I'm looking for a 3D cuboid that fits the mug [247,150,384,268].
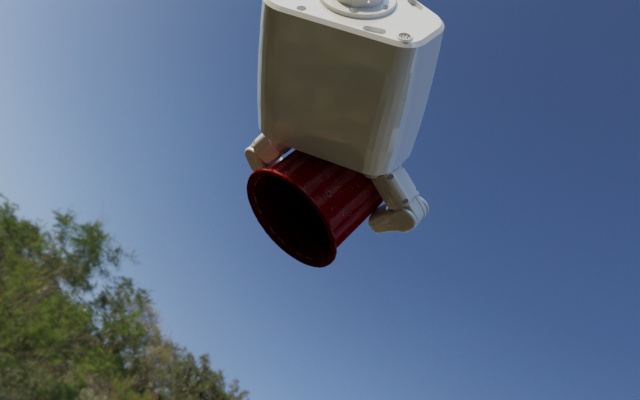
[{"bbox_3d":[0.000,0.002,0.401,0.093,0.117,0.081,34,55,22],"label":"mug"}]
